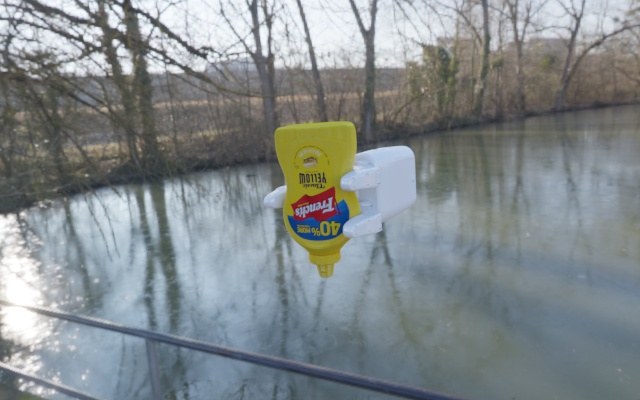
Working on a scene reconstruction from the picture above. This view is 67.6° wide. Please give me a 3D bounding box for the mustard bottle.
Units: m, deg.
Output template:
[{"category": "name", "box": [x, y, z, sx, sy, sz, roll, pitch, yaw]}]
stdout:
[{"category": "mustard bottle", "box": [0.000, 0.002, 0.589, 0.096, 0.192, 0.058, -1, 13, 16]}]
